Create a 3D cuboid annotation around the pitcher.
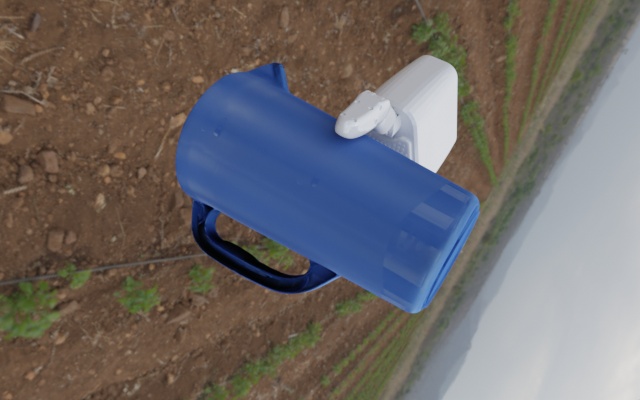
[{"bbox_3d":[0.000,0.001,0.420,0.243,0.149,0.145,29,50,20],"label":"pitcher"}]
